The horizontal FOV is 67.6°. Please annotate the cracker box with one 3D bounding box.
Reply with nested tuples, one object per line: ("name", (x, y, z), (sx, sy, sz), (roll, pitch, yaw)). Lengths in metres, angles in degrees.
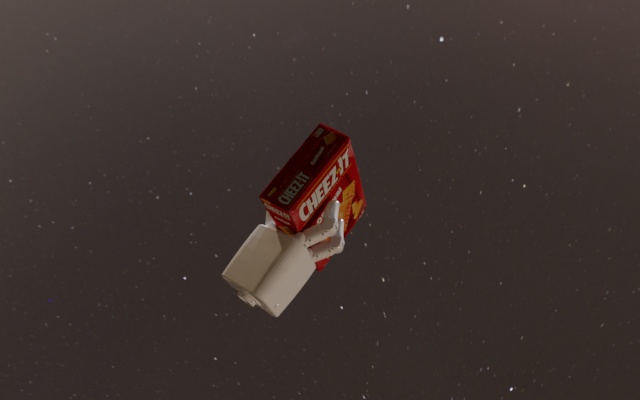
("cracker box", (0.000, 0.003, 0.820), (0.072, 0.164, 0.214), (27, -23, 27))
